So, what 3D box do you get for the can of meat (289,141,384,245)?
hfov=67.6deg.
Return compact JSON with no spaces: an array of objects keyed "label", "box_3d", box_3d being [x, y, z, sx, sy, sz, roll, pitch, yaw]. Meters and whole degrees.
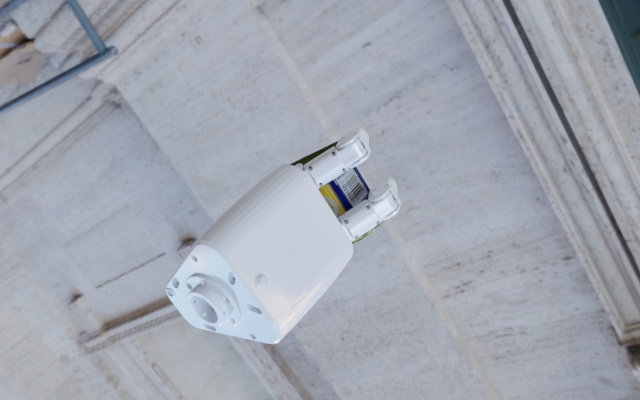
[{"label":"can of meat","box_3d":[0.000,0.002,0.458,0.102,0.084,0.057,-21,17,41]}]
